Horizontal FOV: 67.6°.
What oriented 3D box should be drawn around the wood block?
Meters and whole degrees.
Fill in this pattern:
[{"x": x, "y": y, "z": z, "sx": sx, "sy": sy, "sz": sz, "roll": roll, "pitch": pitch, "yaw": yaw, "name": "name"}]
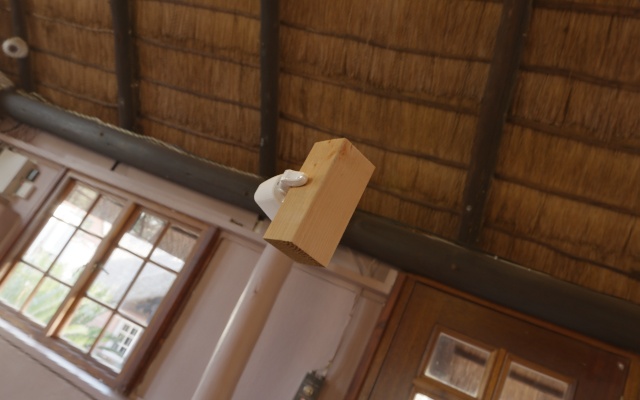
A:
[{"x": 0.000, "y": 0.002, "z": 0.836, "sx": 0.091, "sy": 0.206, "sz": 0.090, "roll": 39, "pitch": -23, "yaw": -31, "name": "wood block"}]
